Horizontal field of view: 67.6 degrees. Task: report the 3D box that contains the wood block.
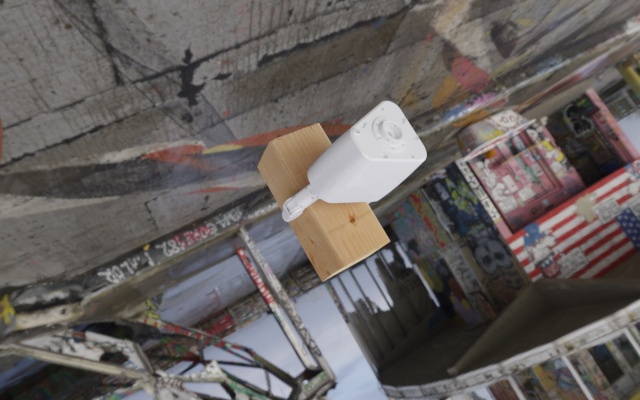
[{"bbox_3d":[0.000,0.002,0.714,0.091,0.206,0.090,-25,-12,-28],"label":"wood block"}]
